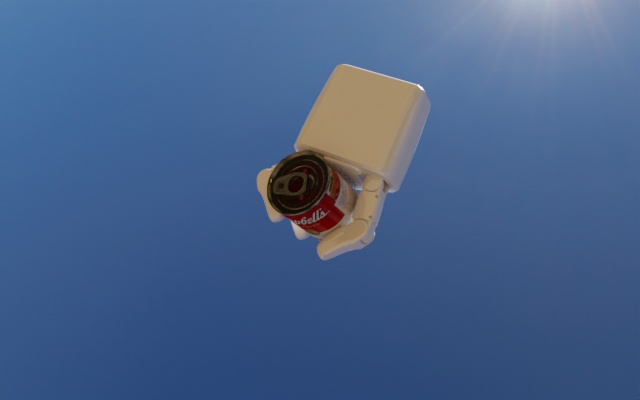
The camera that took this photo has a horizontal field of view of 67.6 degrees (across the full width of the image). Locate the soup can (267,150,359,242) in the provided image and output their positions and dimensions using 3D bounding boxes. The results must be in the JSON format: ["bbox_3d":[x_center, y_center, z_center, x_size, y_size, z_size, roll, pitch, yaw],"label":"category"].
[{"bbox_3d":[0.000,0.002,0.491,0.068,0.068,0.102,0,-23,29],"label":"soup can"}]
